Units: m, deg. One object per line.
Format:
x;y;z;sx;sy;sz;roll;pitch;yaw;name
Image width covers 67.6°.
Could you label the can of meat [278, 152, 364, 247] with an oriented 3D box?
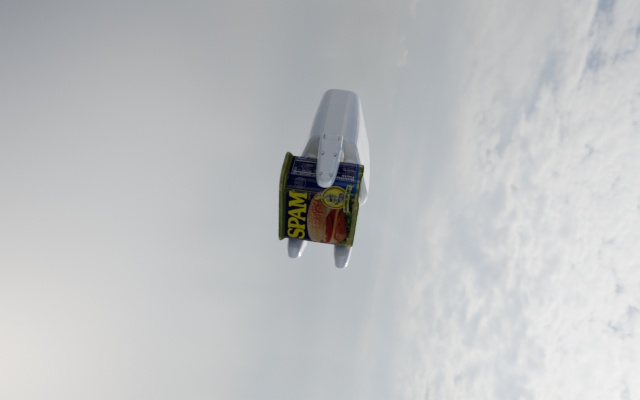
0.000;0.002;0.522;0.084;0.102;0.057;8;42;3;can of meat
